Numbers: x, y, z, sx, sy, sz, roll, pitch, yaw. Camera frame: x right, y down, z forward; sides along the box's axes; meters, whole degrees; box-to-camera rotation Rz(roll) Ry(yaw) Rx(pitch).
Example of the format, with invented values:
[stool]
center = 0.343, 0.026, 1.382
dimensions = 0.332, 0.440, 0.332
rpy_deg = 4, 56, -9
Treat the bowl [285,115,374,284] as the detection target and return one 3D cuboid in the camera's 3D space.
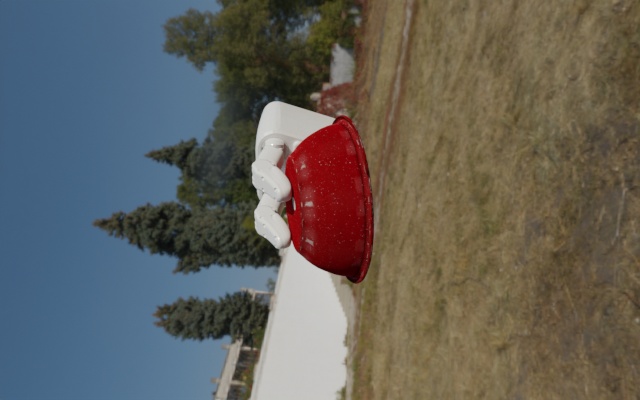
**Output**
[bowl]
center = 0.000, 0.002, 0.454
dimensions = 0.055, 0.162, 0.162
rpy_deg = -5, 1, -12
